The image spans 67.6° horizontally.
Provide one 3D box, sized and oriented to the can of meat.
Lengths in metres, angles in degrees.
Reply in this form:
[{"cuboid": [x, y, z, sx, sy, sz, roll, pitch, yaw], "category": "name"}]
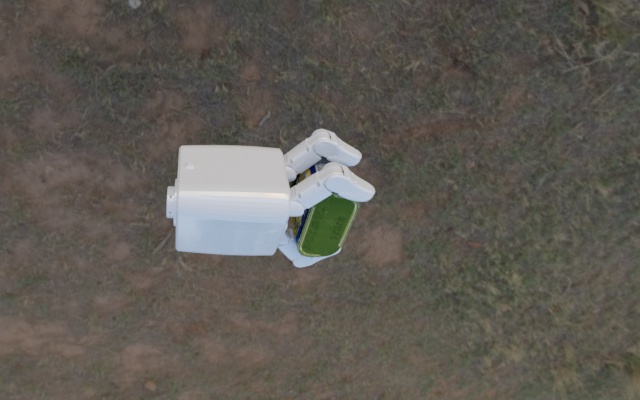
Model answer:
[{"cuboid": [0.000, 0.002, 0.539, 0.057, 0.102, 0.084, 5, 41, -18], "category": "can of meat"}]
